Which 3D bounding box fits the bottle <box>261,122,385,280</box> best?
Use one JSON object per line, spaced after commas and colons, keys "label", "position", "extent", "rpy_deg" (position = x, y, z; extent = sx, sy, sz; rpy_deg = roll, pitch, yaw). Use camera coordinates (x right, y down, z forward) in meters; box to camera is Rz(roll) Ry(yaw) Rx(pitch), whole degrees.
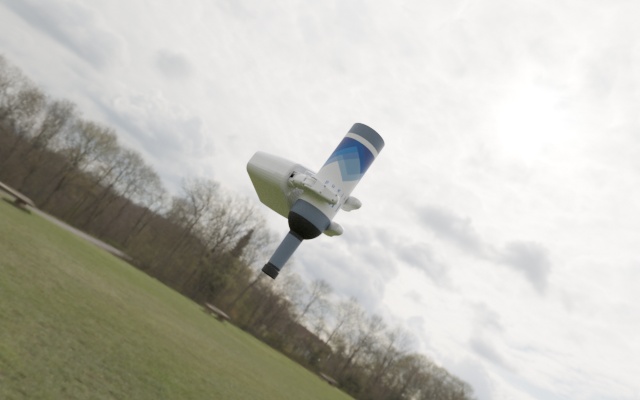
{"label": "bottle", "position": [0.000, 0.002, 0.793], "extent": [0.069, 0.295, 0.069], "rpy_deg": [34, -13, 9]}
